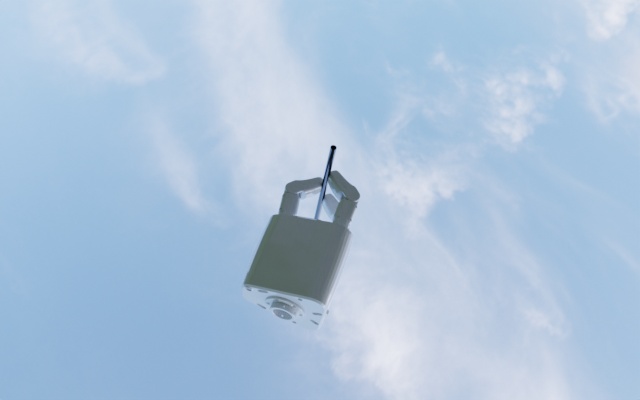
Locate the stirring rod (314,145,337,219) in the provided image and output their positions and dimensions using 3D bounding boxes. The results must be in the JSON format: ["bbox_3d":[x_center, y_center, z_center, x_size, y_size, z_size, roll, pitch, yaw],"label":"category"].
[{"bbox_3d":[0.000,0.002,0.690,0.011,0.011,0.240,0,-34,-9],"label":"stirring rod"}]
